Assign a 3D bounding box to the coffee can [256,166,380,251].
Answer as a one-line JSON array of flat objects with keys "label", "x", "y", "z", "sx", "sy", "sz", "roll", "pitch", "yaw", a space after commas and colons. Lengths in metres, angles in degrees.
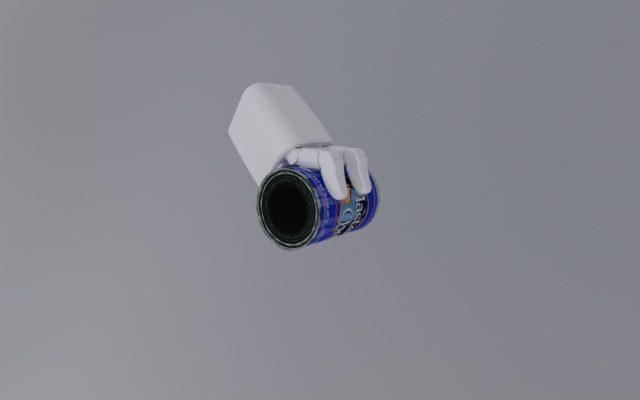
[{"label": "coffee can", "x": 0.000, "y": 0.002, "z": 0.634, "sx": 0.103, "sy": 0.103, "sz": 0.140, "roll": 0, "pitch": 7, "yaw": 37}]
